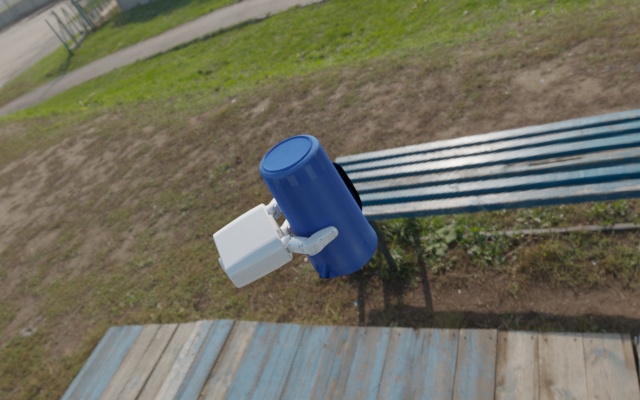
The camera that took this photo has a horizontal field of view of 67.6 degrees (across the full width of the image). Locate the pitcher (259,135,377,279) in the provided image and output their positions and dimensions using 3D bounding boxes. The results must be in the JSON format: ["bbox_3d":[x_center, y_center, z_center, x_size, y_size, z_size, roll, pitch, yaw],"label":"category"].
[{"bbox_3d":[0.000,0.003,0.834,0.145,0.243,0.149,-30,34,-1],"label":"pitcher"}]
